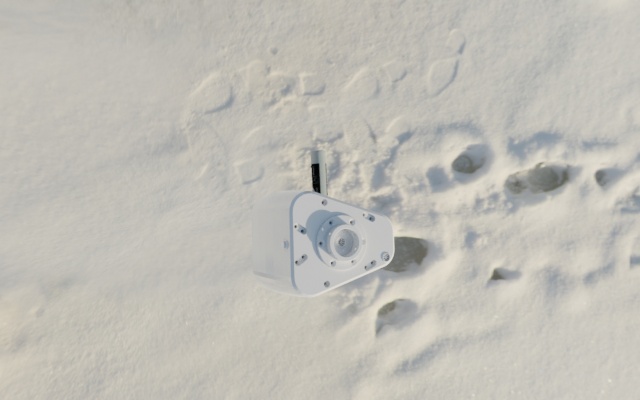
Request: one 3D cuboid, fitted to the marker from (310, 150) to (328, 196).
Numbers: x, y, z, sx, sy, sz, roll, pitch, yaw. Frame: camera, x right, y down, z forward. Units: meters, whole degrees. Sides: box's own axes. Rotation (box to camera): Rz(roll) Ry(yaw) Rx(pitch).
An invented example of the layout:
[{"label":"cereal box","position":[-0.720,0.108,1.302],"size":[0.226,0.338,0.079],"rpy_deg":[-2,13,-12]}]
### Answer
[{"label":"marker","position":[0.000,0.002,0.564],"size":[0.020,0.121,0.020],"rpy_deg":[-2,-2,0]}]
